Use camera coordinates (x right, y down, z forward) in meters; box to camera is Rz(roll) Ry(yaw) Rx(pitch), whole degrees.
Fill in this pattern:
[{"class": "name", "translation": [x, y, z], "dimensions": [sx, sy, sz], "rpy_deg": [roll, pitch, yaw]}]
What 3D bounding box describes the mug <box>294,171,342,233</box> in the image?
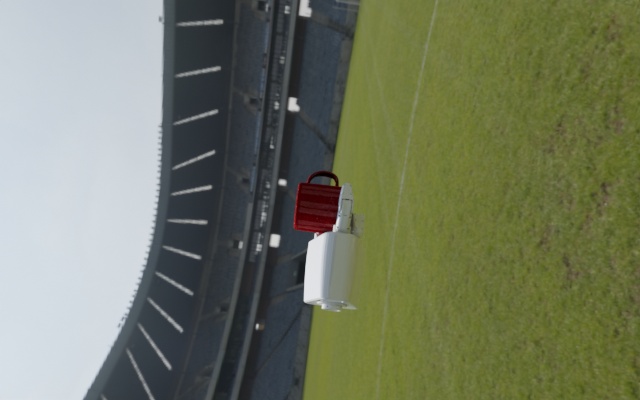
[{"class": "mug", "translation": [0.000, 0.001, 0.812], "dimensions": [0.081, 0.117, 0.093], "rpy_deg": [7, -21, -2]}]
